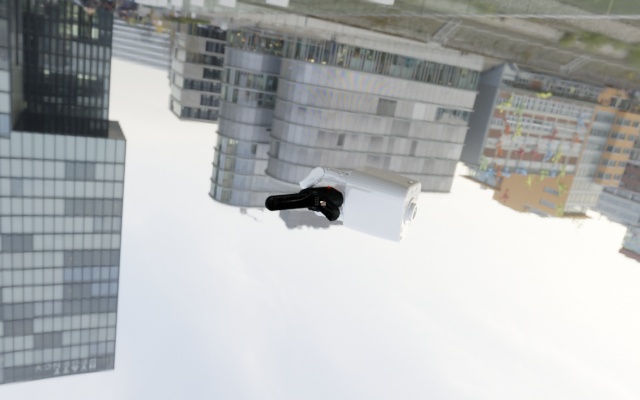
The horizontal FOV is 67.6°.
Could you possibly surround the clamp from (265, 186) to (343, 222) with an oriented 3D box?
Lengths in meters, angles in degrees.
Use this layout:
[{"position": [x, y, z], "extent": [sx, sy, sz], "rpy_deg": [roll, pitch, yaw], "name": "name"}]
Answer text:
[{"position": [0.000, 0.003, 0.791], "extent": [0.120, 0.039, 0.171], "rpy_deg": [17, 18, 23], "name": "clamp"}]
